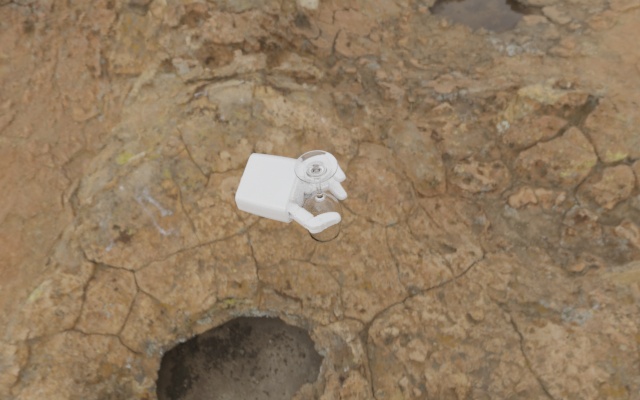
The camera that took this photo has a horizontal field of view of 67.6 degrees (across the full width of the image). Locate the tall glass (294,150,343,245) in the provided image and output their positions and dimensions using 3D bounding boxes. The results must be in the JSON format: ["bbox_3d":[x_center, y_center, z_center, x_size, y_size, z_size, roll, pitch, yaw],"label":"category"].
[{"bbox_3d":[0.000,0.003,0.885,0.079,0.079,0.201,0,-38,6],"label":"tall glass"}]
